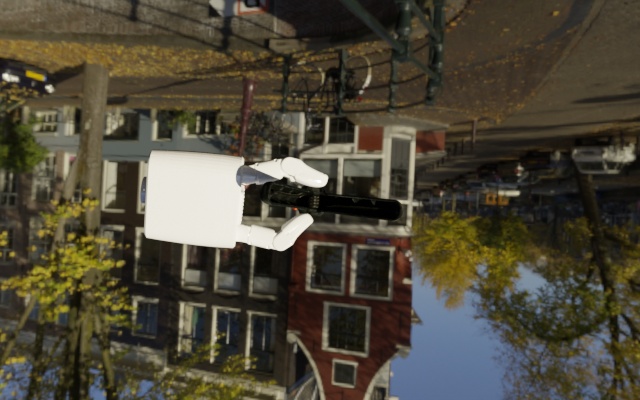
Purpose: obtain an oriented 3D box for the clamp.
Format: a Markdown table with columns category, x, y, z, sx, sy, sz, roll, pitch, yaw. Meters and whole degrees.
| category | x | y | z | sx | sy | sz | roll | pitch | yaw |
| --- | --- | --- | --- | --- | --- | --- | --- | --- | --- |
| clamp | 0.000 | 0.003 | 0.607 | 0.164 | 0.036 | 0.210 | 9 | -2 | -10 |
